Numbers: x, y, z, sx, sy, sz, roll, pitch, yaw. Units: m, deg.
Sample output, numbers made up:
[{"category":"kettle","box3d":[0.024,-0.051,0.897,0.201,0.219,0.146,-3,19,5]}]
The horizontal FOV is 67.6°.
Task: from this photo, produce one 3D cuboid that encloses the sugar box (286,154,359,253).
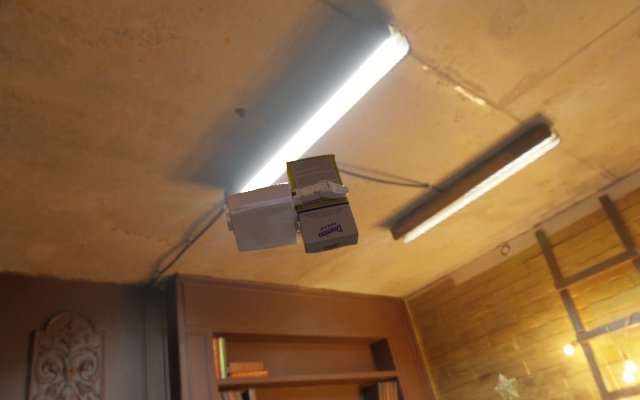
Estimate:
[{"category":"sugar box","box3d":[0.000,0.003,0.839,0.093,0.176,0.048,-11,-30,-6]}]
